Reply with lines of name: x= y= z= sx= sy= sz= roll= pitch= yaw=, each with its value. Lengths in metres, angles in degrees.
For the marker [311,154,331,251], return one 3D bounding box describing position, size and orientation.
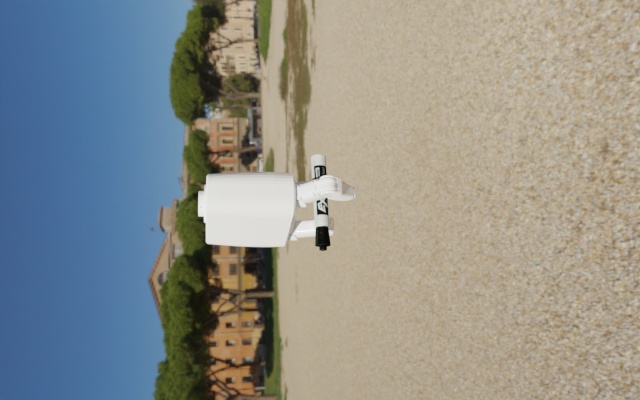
marker: x=0.000 y=0.002 z=0.587 sx=0.020 sy=0.121 sz=0.020 roll=-3 pitch=-17 yaw=-1
